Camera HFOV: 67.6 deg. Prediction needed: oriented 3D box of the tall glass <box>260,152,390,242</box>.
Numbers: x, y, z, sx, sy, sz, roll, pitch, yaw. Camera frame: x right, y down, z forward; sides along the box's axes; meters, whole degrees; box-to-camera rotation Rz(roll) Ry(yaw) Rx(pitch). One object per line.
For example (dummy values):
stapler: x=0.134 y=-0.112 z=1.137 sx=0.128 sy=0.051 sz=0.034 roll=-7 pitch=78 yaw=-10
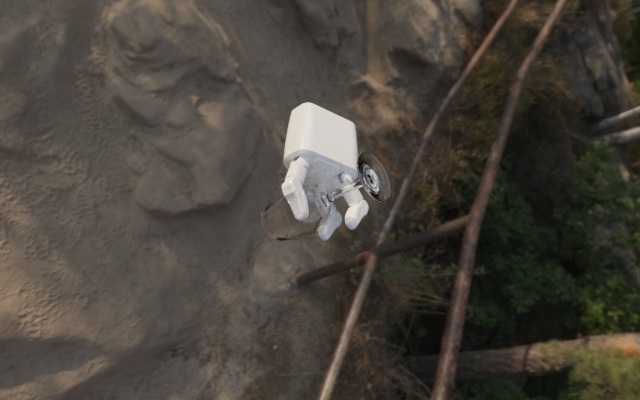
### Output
tall glass: x=0.001 y=0.002 z=0.710 sx=0.201 sy=0.079 sz=0.079 roll=-25 pitch=-15 yaw=35
